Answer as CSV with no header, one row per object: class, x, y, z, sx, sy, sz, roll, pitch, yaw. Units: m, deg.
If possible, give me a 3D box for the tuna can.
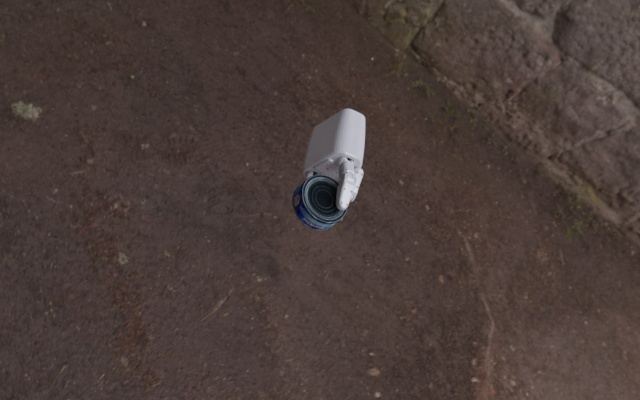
tuna can,0.000,0.002,0.764,0.086,0.086,0.034,0,-22,-31
